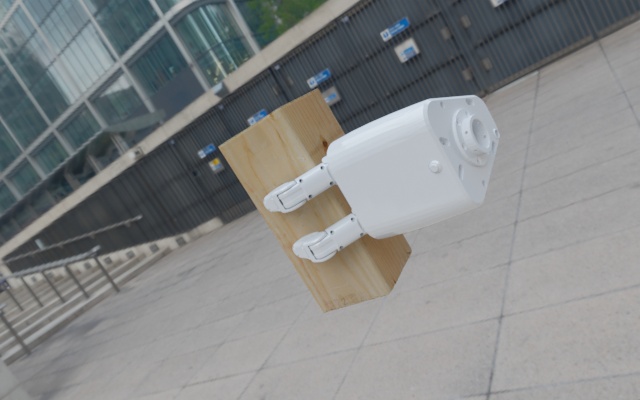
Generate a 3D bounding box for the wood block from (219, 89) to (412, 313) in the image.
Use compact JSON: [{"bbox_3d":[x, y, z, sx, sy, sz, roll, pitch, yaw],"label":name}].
[{"bbox_3d":[0.000,0.001,0.505,0.090,0.206,0.090,-25,11,34],"label":"wood block"}]
